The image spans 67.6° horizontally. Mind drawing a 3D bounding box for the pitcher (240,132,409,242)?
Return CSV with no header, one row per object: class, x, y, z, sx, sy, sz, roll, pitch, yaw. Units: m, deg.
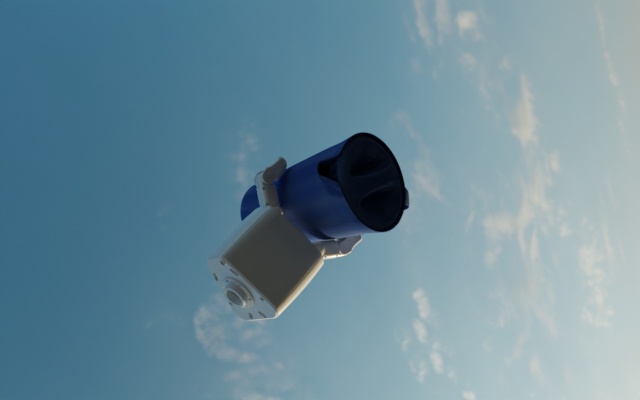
pitcher,0.000,0.002,0.703,0.243,0.149,0.145,-17,22,45
